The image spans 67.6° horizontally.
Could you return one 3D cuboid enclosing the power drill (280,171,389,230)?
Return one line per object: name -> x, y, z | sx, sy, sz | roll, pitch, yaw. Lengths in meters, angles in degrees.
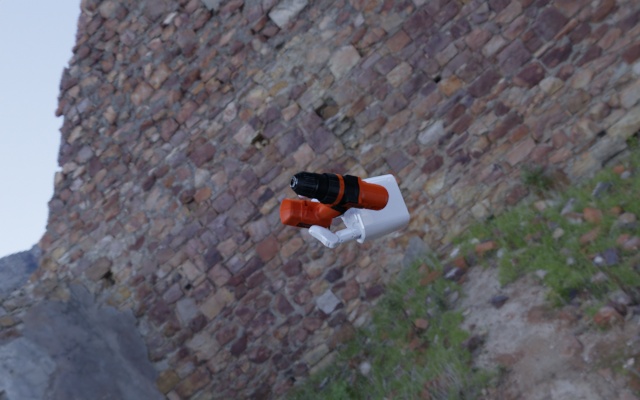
power drill -> 0.000, 0.003, 0.854 | 0.184, 0.057, 0.188 | 12, -20, -28
